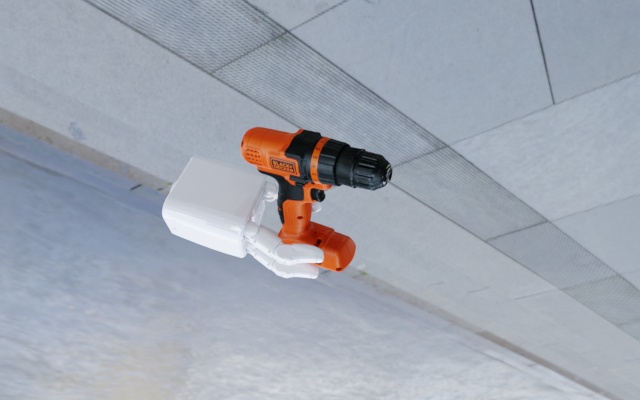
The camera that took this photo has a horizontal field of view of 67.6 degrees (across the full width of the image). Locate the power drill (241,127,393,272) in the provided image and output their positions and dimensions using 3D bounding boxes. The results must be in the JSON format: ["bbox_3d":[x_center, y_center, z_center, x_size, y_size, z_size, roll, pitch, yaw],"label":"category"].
[{"bbox_3d":[0.000,0.002,0.582,0.184,0.188,0.057,16,46,25],"label":"power drill"}]
